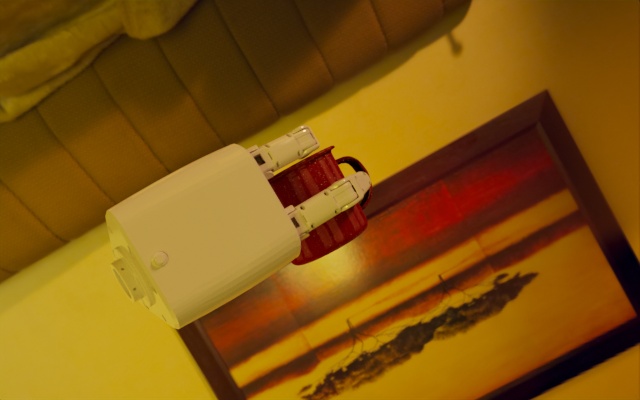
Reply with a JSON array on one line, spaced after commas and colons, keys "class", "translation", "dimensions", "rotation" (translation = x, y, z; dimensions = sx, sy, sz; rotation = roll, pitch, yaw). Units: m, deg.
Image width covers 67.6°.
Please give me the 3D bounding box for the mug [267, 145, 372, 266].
[{"class": "mug", "translation": [0.001, 0.001, 0.447], "dimensions": [0.117, 0.081, 0.093], "rotation": [-30, 3, -28]}]
